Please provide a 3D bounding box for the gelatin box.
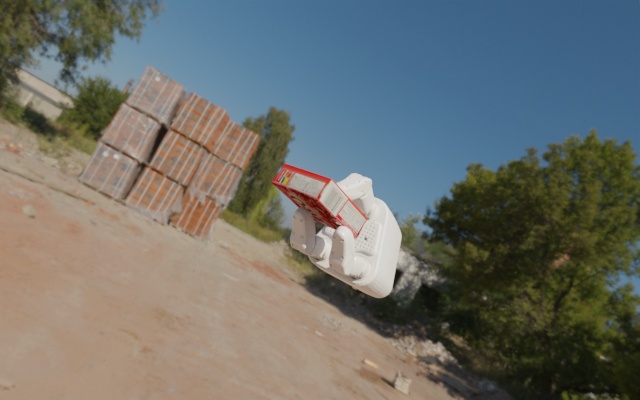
[{"bbox_3d":[0.000,0.001,0.521,0.073,0.030,0.089,22,-16,41],"label":"gelatin box"}]
